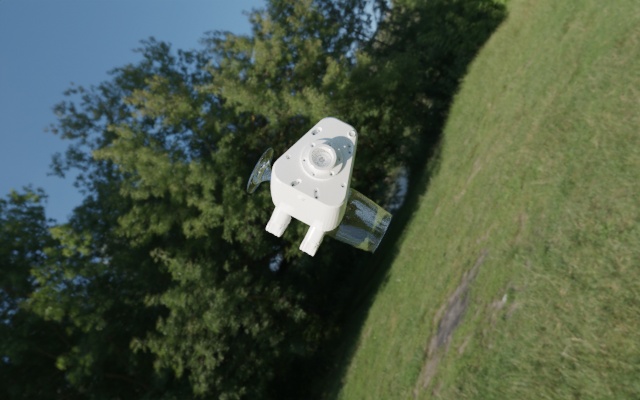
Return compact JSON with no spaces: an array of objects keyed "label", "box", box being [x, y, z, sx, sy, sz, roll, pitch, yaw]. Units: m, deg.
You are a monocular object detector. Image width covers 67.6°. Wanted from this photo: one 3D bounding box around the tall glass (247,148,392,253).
[{"label":"tall glass","box":[0.000,0.002,0.685,0.201,0.079,0.079,28,2,4]}]
